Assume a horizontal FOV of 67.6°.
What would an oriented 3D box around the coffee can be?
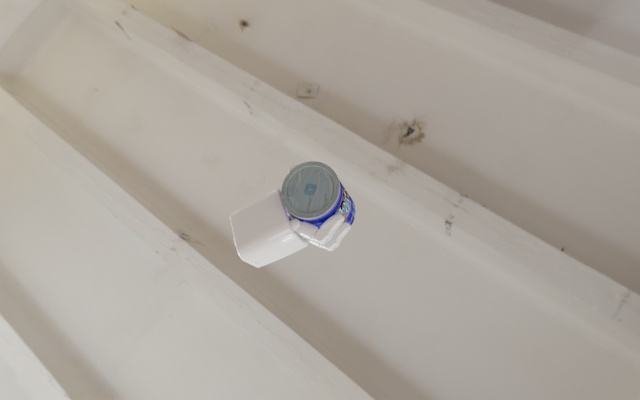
[{"bbox_3d":[0.000,0.003,0.865,0.103,0.102,0.140,0,-18,16],"label":"coffee can"}]
